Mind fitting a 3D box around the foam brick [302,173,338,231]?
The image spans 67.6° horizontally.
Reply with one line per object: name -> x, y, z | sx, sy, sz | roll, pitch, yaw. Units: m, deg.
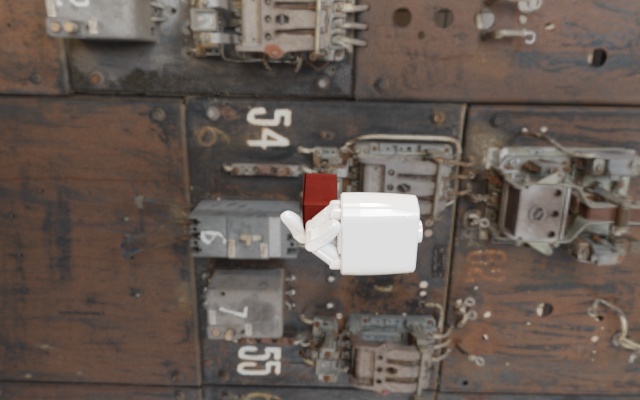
foam brick -> 0.000, 0.002, 0.720 | 0.051, 0.053, 0.078 | -1, 41, 2
